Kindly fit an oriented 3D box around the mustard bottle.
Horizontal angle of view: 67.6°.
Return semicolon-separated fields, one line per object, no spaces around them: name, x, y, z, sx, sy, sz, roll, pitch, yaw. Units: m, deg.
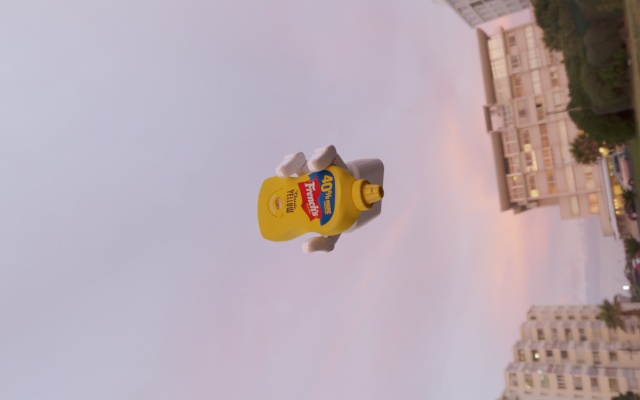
mustard bottle;0.000;0.002;0.670;0.191;0.096;0.058;-9;-19;33
